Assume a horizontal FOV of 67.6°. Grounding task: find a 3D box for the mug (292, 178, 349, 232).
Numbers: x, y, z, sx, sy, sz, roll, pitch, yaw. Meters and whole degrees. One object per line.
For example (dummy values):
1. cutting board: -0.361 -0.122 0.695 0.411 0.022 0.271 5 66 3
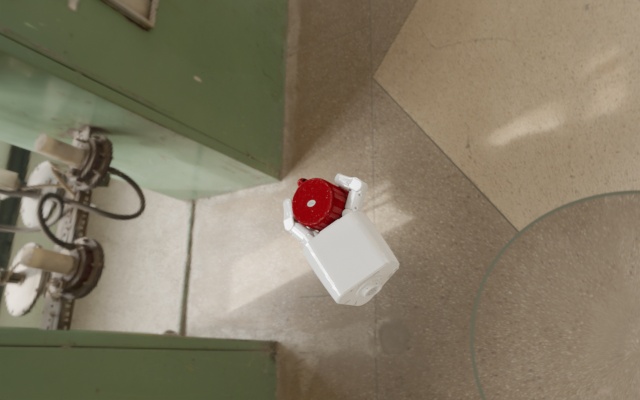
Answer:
1. mug: -0.001 0.002 0.802 0.081 0.093 0.117 24 25 -55
